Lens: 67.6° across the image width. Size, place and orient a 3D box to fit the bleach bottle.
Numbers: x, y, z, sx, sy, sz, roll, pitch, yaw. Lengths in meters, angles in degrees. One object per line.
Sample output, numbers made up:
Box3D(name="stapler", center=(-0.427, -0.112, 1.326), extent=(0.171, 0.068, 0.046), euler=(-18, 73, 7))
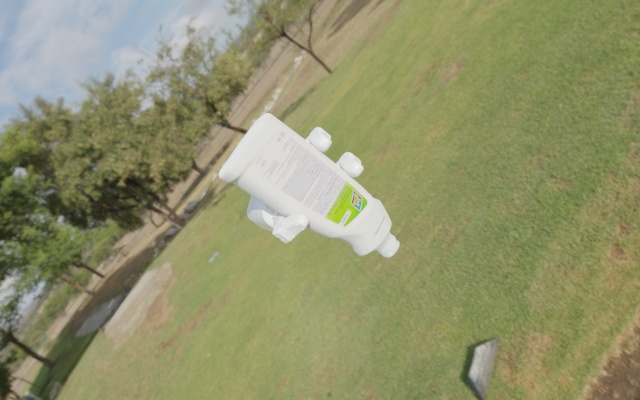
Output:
Box3D(name="bleach bottle", center=(0.000, 0.002, 0.620), extent=(0.251, 0.102, 0.068), euler=(37, -14, -18))
